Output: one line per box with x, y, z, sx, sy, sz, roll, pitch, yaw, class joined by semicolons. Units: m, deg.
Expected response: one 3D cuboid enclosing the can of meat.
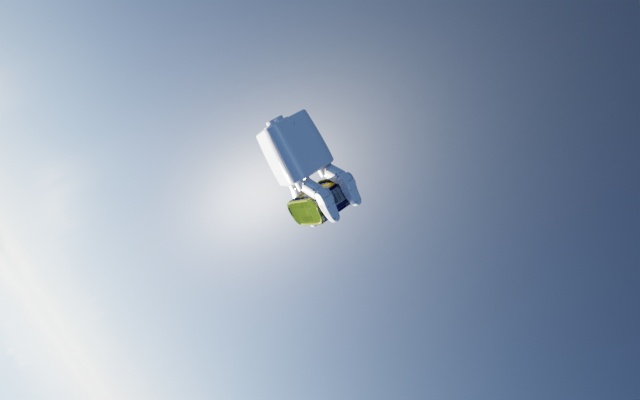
0.000;0.003;0.864;0.084;0.057;0.102;-33;14;-31;can of meat
